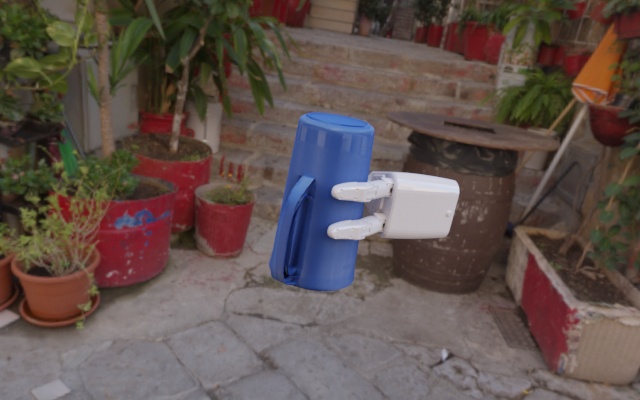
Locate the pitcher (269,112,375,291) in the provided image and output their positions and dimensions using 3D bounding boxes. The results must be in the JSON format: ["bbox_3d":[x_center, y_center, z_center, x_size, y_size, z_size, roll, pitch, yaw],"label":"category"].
[{"bbox_3d":[0.000,0.002,0.693,0.145,0.243,0.149,4,19,-16],"label":"pitcher"}]
